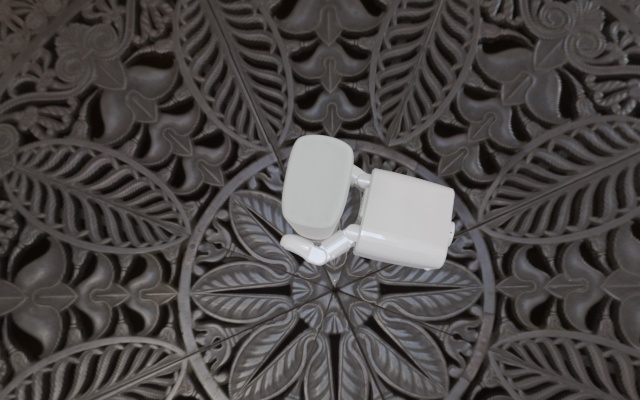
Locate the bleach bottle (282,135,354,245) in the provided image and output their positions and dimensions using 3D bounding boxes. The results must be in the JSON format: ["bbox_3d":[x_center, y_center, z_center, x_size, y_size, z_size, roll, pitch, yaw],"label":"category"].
[{"bbox_3d":[0.000,0.002,0.611,0.068,0.102,0.251,12,-9,4],"label":"bleach bottle"}]
